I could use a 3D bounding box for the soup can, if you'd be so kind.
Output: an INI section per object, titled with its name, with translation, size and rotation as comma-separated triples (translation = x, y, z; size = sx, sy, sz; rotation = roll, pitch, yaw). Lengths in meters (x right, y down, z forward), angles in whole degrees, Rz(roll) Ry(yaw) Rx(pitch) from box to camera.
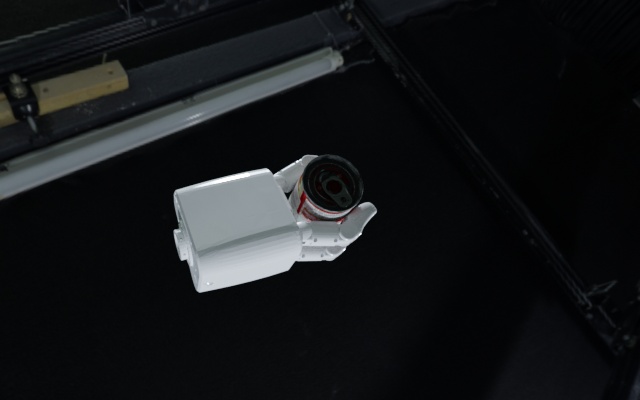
[soup can]
translation = 0.000, 0.002, 0.550
size = 0.068, 0.068, 0.102
rotation = 0, -24, -17
